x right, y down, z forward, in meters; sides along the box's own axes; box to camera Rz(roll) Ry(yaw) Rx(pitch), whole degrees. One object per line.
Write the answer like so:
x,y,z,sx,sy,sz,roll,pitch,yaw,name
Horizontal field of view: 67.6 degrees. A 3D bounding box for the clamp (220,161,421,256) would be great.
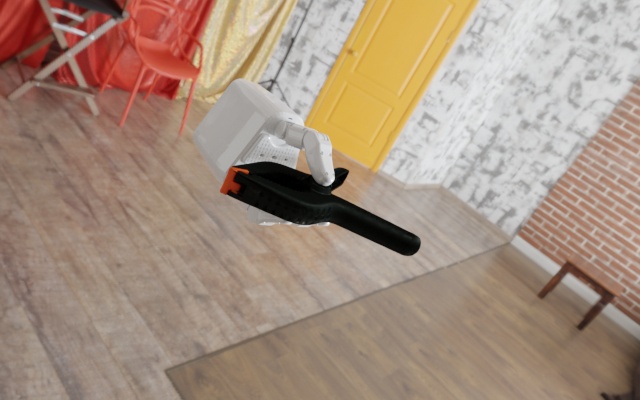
0.000,0.001,0.495,0.210,0.036,0.164,7,28,-44,clamp
